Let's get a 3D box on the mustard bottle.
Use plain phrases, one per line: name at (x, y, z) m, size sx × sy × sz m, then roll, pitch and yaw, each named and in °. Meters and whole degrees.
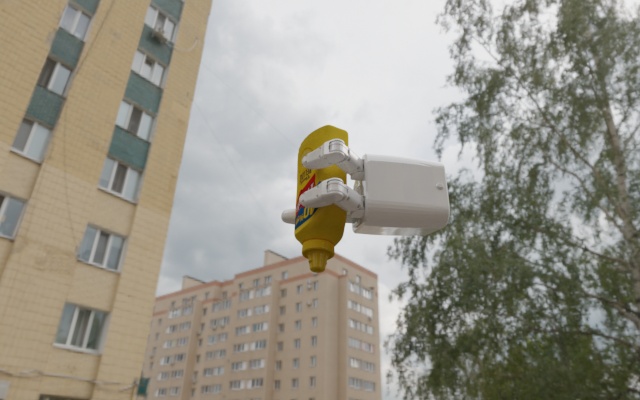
mustard bottle at (0.000, 0.002, 0.627) m, size 0.058 × 0.191 × 0.096 m, roll 17°, pitch -33°, yaw -25°
